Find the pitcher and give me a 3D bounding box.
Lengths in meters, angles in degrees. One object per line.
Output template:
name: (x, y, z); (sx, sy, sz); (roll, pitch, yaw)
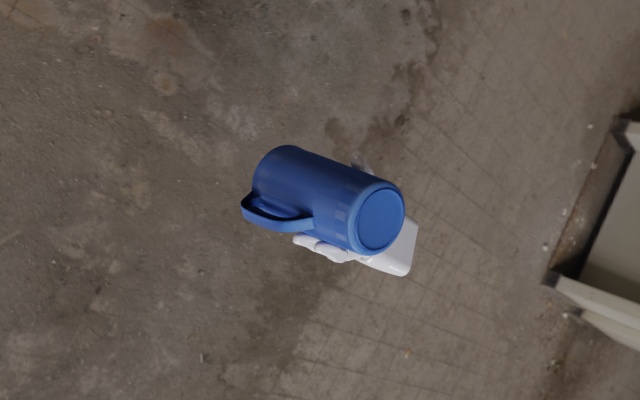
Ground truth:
pitcher: (0.000, 0.002, 0.728); (0.145, 0.149, 0.242); (30, -5, -40)
